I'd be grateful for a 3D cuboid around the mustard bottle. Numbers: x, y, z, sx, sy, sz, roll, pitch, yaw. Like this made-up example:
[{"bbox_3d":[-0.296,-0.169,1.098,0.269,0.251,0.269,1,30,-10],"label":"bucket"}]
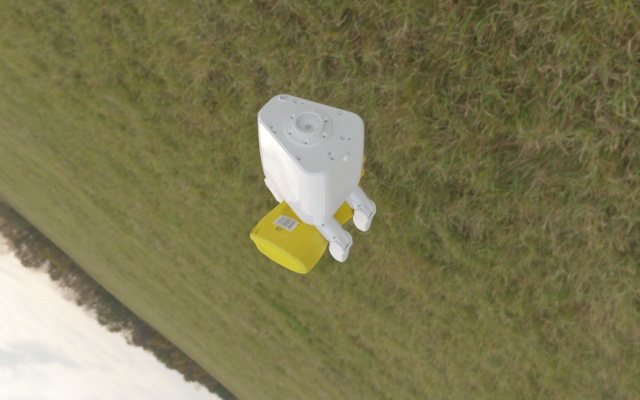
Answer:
[{"bbox_3d":[0.000,0.002,0.638,0.096,0.191,0.058,20,-30,38],"label":"mustard bottle"}]
